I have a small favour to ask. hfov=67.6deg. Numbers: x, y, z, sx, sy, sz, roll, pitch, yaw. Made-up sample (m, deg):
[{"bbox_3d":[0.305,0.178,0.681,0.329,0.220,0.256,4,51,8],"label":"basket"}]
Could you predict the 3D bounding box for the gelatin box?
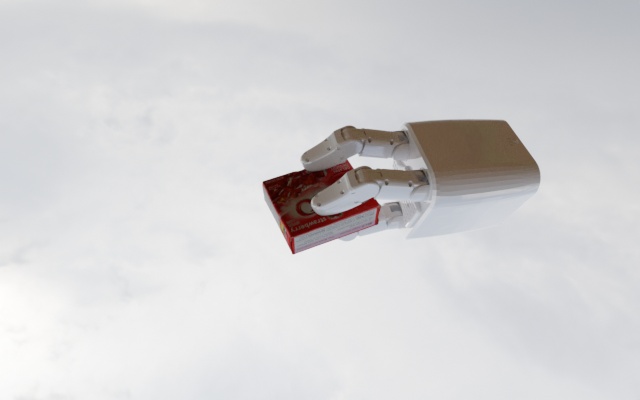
[{"bbox_3d":[0.000,0.002,0.441,0.089,0.073,0.030,-19,-39,-15],"label":"gelatin box"}]
